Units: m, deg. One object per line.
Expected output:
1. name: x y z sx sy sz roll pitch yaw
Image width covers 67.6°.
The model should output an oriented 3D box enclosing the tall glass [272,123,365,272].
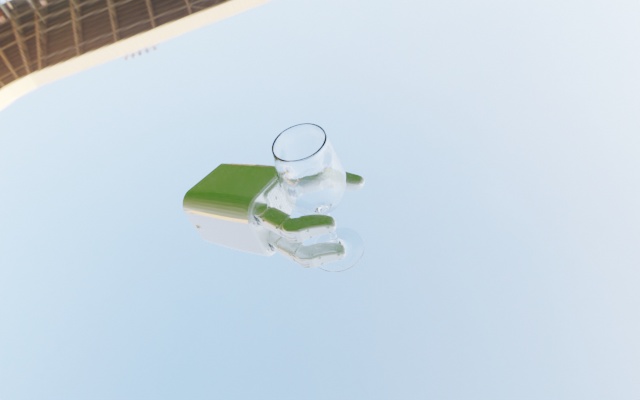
1. tall glass: 0.000 0.002 0.585 0.079 0.079 0.201 0 -41 18
